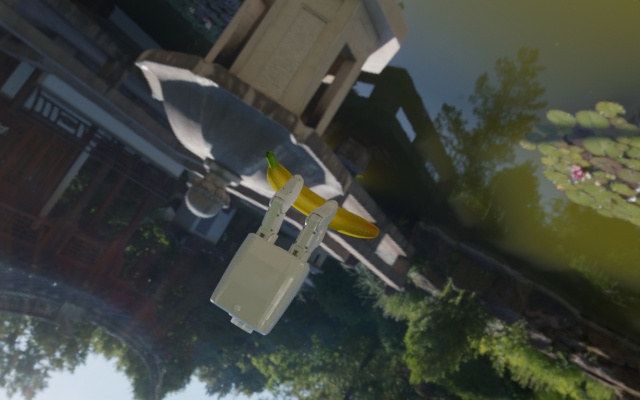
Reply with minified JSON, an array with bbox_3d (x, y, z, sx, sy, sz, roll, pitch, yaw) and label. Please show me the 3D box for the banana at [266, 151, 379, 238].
[{"bbox_3d":[-0.007,0.004,0.705,0.198,0.037,0.070,34,-17,-3],"label":"banana"}]
